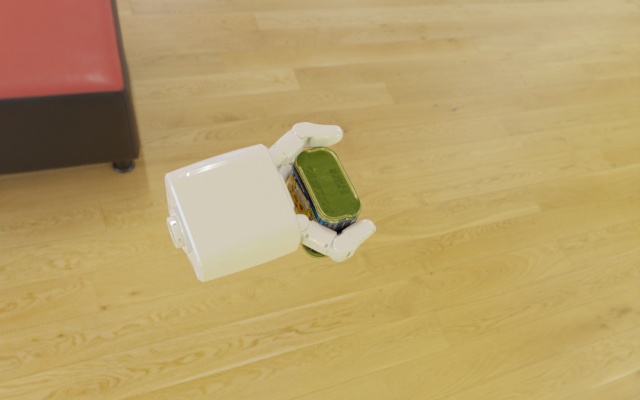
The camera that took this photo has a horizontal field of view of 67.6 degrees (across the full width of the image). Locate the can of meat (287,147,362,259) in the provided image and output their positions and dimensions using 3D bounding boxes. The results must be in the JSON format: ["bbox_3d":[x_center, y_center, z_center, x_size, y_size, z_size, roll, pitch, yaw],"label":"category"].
[{"bbox_3d":[0.000,0.002,0.547,0.057,0.102,0.084,-16,-28,-22],"label":"can of meat"}]
